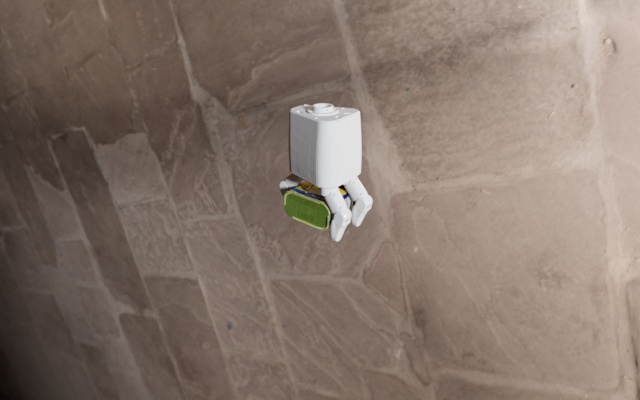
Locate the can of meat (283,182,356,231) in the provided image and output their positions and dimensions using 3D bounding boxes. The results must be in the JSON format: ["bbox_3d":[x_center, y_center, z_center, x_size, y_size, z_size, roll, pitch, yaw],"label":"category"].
[{"bbox_3d":[0.000,0.003,0.811,0.102,0.057,0.084,20,32,32],"label":"can of meat"}]
